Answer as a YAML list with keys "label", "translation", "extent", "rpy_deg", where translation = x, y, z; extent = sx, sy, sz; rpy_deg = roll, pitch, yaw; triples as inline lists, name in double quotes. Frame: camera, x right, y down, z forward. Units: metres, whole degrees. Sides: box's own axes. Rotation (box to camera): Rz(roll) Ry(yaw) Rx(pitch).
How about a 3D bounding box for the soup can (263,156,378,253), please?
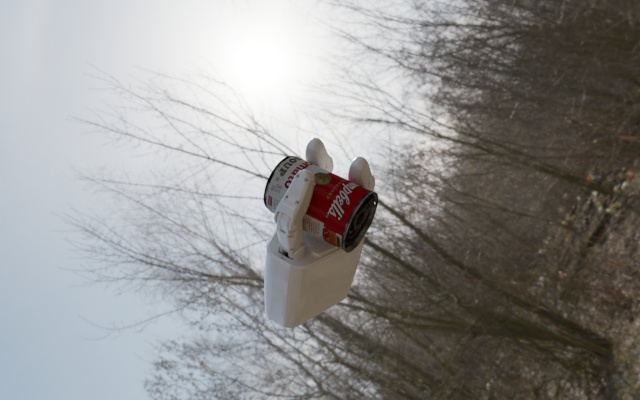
- label: "soup can"
  translation: [0.000, 0.001, 0.501]
  extent: [0.102, 0.068, 0.068]
  rpy_deg: [27, 11, 22]
